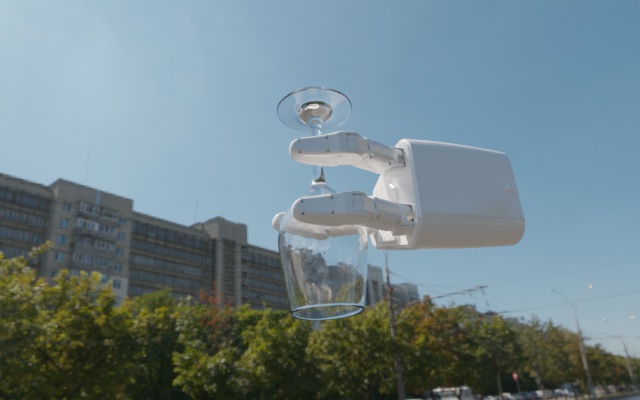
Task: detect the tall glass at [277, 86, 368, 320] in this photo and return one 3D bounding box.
[{"bbox_3d":[0.000,0.001,0.431,0.079,0.201,0.079,-3,-24,-1],"label":"tall glass"}]
